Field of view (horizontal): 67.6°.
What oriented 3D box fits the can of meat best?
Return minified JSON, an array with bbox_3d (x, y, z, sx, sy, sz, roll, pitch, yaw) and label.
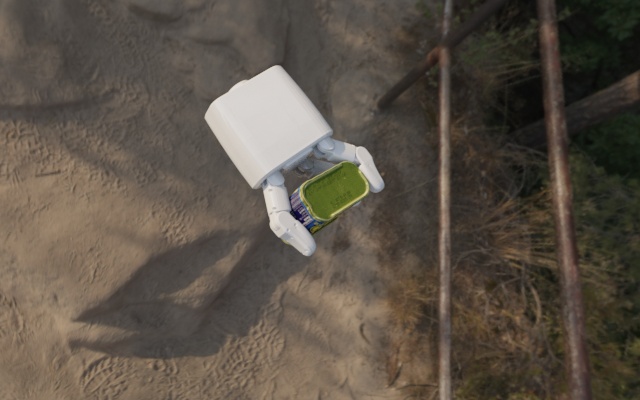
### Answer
[{"bbox_3d":[0.000,0.002,0.583,0.102,0.057,0.084,-32,-4,-37],"label":"can of meat"}]
